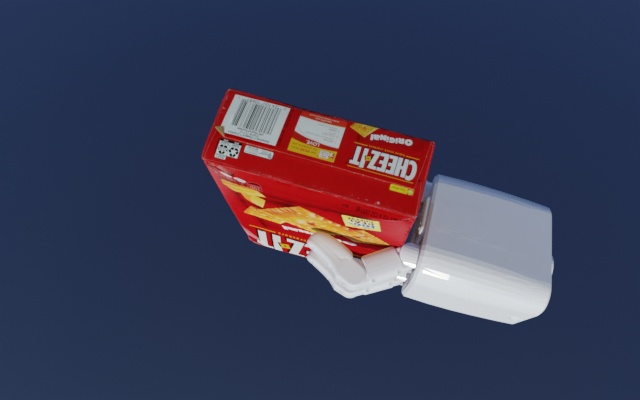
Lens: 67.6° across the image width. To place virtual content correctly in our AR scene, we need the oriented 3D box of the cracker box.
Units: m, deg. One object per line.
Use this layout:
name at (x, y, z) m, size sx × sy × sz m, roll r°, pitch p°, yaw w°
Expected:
cracker box at (0.000, 0.001, 0.440) m, size 0.164 × 0.072 × 0.214 m, roll 16°, pitch -20°, yaw 7°
